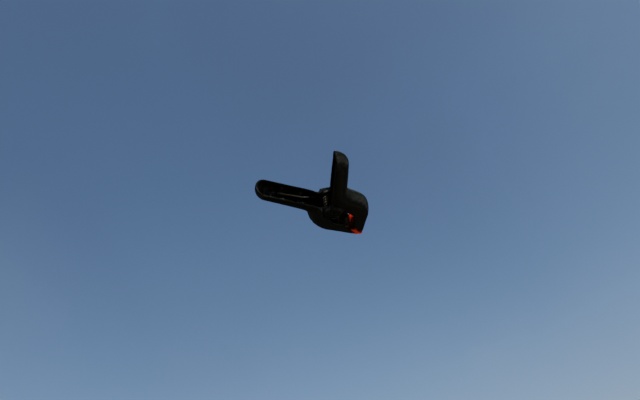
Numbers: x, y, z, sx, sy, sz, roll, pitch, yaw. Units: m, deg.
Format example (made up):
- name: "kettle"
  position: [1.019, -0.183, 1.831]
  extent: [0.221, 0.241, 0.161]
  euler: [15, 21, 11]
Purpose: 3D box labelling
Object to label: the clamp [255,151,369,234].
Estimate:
- name: "clamp"
  position: [0.000, 0.001, 0.603]
  extent: [0.120, 0.039, 0.172]
  euler: [-9, -33, 20]
